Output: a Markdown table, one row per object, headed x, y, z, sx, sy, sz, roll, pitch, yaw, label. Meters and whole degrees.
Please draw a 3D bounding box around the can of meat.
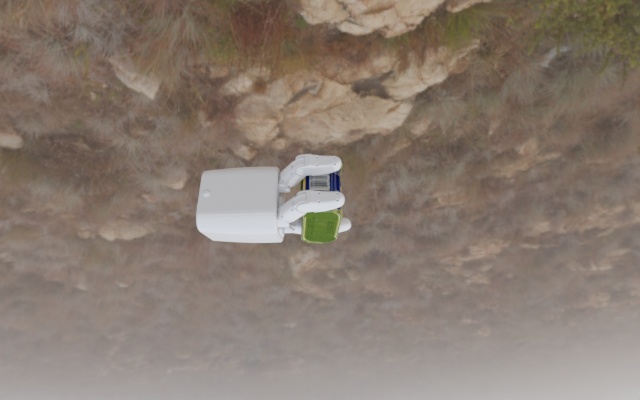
| x | y | z | sx | sy | sz | roll | pitch | yaw | label |
| --- | --- | --- | --- | --- | --- | --- | --- | --- | --- |
| 0.000 | 0.003 | 0.665 | 0.057 | 0.084 | 0.102 | 2 | -31 | -3 | can of meat |
